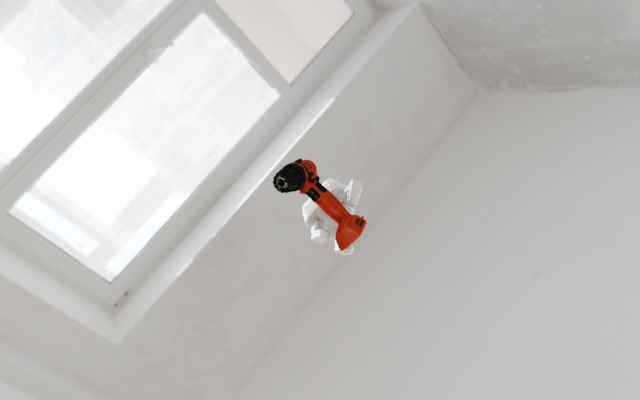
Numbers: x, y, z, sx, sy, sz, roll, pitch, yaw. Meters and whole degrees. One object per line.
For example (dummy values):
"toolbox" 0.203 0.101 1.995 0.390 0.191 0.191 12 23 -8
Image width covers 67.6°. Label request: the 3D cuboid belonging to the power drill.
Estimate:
"power drill" 0.000 0.003 0.888 0.057 0.187 0.184 -41 0 18
